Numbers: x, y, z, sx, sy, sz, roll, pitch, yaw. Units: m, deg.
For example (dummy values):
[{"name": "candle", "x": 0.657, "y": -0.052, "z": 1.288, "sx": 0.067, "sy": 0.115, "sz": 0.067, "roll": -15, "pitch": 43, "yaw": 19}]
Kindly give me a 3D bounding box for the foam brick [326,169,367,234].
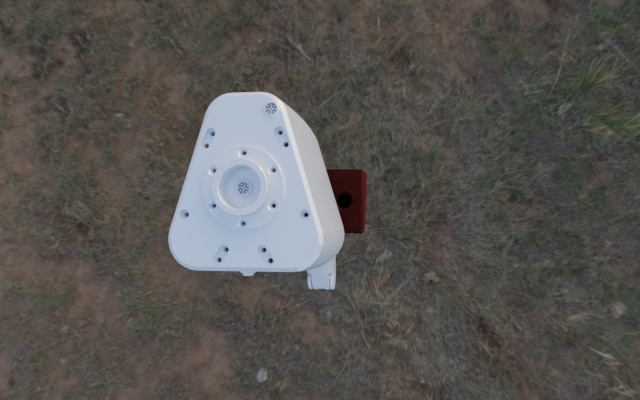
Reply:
[{"name": "foam brick", "x": 0.000, "y": 0.001, "z": 0.409, "sx": 0.078, "sy": 0.053, "sz": 0.051, "roll": 0, "pitch": -2, "yaw": 7}]
